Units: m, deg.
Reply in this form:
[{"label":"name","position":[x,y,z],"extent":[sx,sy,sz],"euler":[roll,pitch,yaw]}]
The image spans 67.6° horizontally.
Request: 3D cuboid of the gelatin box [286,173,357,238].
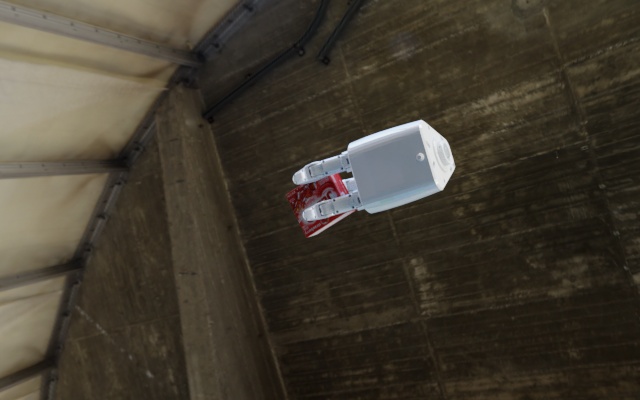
[{"label":"gelatin box","position":[0.000,0.002,0.701],"extent":[0.089,0.073,0.030],"euler":[-34,-12,34]}]
